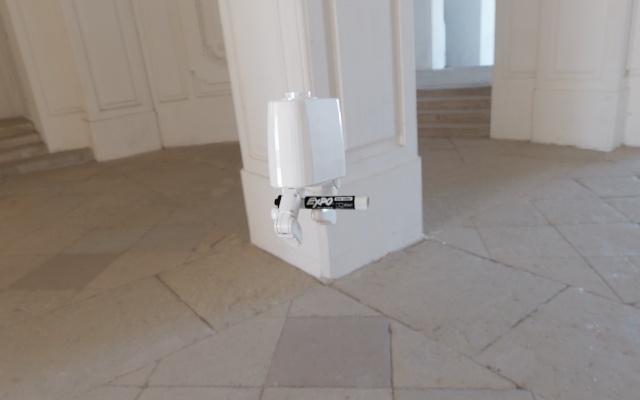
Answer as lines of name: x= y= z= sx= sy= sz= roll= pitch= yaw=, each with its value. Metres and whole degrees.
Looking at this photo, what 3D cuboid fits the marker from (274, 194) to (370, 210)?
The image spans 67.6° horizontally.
marker: x=0.000 y=0.002 z=0.594 sx=0.121 sy=0.020 sz=0.020 roll=0 pitch=0 yaw=16
